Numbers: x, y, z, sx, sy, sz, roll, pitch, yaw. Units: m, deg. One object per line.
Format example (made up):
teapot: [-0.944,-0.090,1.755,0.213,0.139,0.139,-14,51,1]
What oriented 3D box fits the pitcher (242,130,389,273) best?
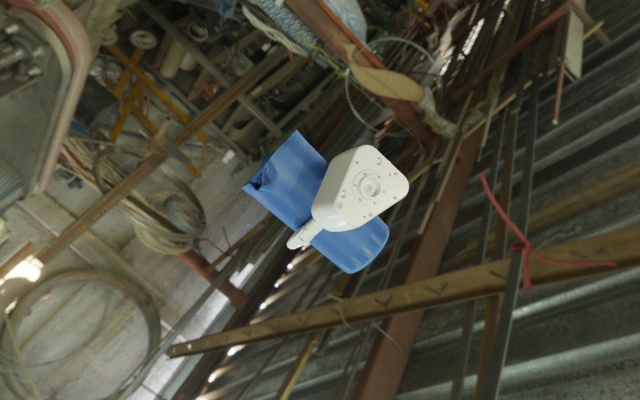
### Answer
pitcher: [0.000,0.003,0.816,0.243,0.149,0.145,43,-17,-8]
